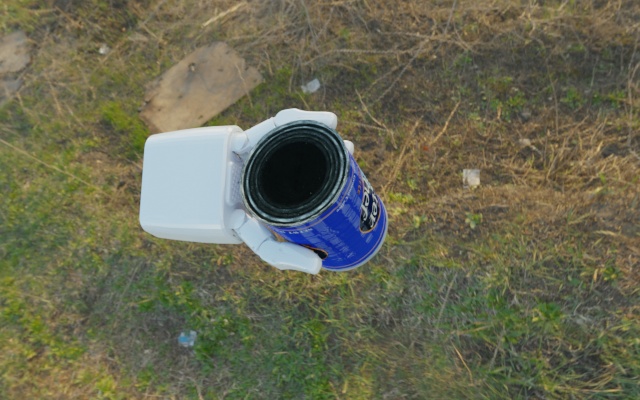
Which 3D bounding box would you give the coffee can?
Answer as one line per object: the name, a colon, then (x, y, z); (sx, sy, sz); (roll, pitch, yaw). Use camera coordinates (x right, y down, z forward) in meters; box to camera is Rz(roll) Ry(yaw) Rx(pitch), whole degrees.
coffee can: (0.000, 0.002, 0.467); (0.103, 0.102, 0.140); (0, -23, 22)
